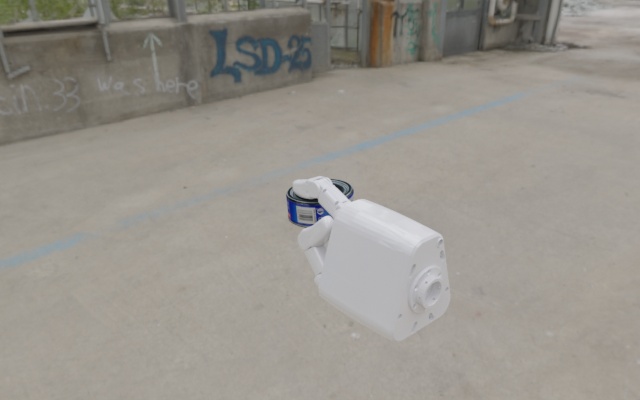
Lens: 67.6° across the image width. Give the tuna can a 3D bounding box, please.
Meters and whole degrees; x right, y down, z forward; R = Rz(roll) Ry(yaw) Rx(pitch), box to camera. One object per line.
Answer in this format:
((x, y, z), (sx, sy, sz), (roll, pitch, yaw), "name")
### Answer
((0.000, 0.001, 0.598), (0.086, 0.034, 0.086), (-4, 22, 2), "tuna can")
